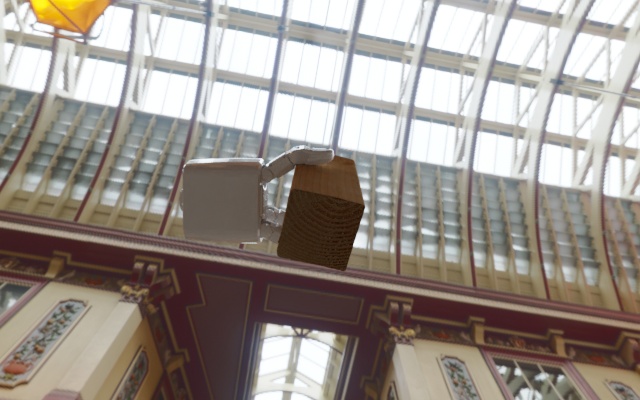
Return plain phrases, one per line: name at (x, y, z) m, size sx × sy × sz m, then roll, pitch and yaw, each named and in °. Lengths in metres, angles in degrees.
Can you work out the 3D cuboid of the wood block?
wood block at (0.000, 0.002, 0.655) m, size 0.090 × 0.091 × 0.206 m, roll 13°, pitch 19°, yaw -4°
